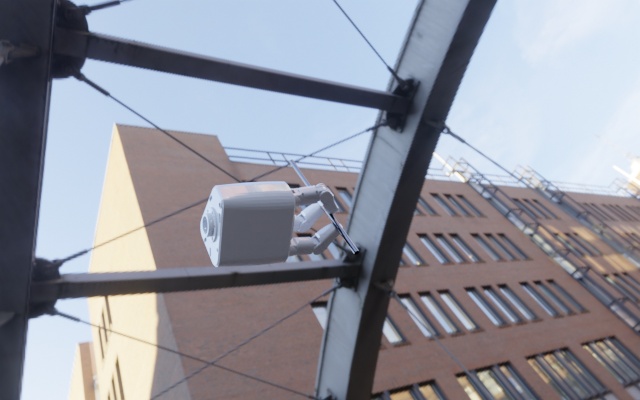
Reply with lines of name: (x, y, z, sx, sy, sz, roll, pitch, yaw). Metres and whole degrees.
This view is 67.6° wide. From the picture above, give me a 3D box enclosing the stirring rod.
stirring rod: (0.000, 0.002, 0.755, 0.011, 0.011, 0.239, 0, 36, -32)
